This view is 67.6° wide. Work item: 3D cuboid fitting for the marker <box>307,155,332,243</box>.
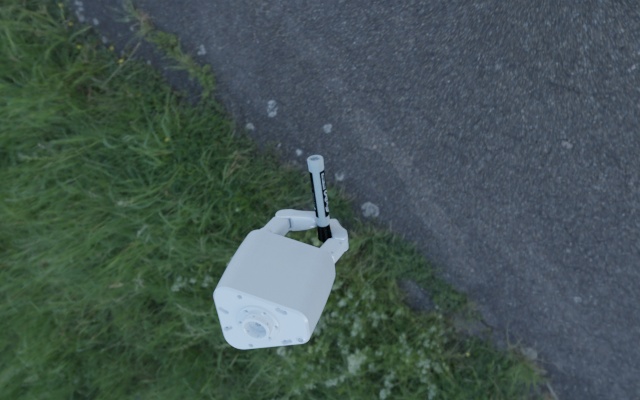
[{"bbox_3d":[0.000,0.002,0.595,0.020,0.121,0.020,-5,30,3],"label":"marker"}]
